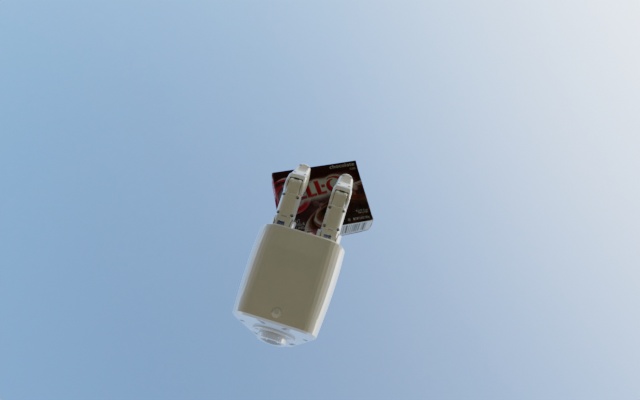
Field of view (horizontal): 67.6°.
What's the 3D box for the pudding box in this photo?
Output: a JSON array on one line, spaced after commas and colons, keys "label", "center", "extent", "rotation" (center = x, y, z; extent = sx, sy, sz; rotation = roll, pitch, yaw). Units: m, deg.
[{"label": "pudding box", "center": [0.000, 0.002, 0.600], "extent": [0.113, 0.090, 0.039], "rotation": [-8, -28, -10]}]
